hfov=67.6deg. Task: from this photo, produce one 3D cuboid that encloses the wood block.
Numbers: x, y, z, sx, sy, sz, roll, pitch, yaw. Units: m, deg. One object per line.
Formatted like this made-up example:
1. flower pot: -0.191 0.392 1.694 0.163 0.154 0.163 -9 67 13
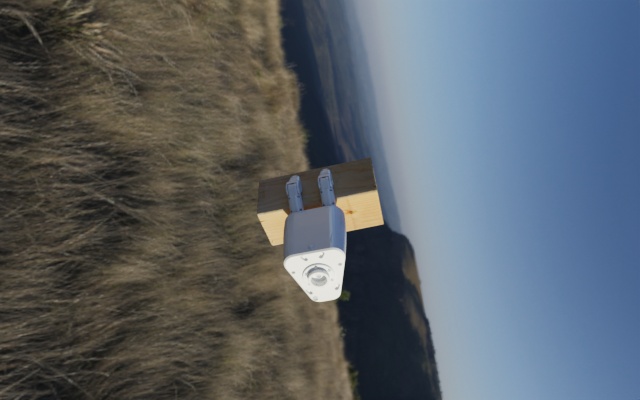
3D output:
1. wood block: 0.000 0.003 0.854 0.206 0.090 0.091 -11 -45 7
